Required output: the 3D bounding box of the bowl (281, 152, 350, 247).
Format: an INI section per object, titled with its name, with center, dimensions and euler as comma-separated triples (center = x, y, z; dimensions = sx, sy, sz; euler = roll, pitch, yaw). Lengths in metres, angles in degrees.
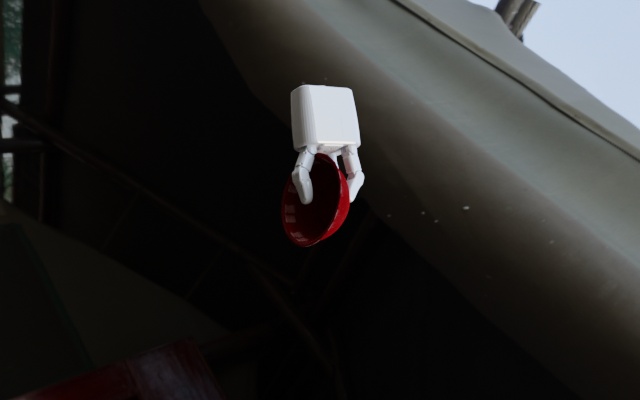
[bowl]
center = 0.000, 0.004, 0.820
dimensions = 0.055, 0.162, 0.162
euler = 14, -9, -38
